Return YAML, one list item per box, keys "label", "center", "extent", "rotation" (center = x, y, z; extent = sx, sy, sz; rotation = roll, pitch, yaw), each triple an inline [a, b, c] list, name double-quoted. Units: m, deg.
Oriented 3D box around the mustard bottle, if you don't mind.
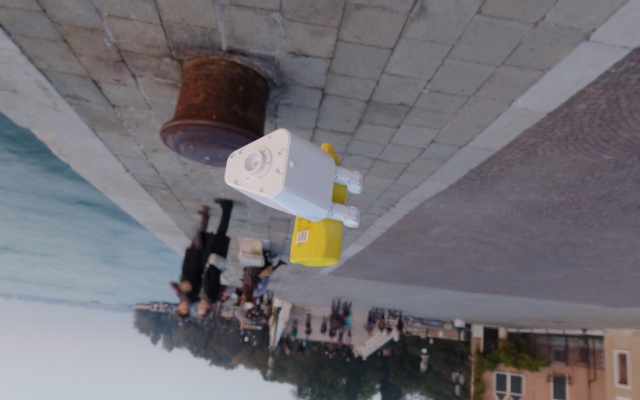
- label: "mustard bottle"
  center: [0.000, 0.003, 0.737]
  extent: [0.058, 0.191, 0.096]
  rotation: [15, -17, -29]
